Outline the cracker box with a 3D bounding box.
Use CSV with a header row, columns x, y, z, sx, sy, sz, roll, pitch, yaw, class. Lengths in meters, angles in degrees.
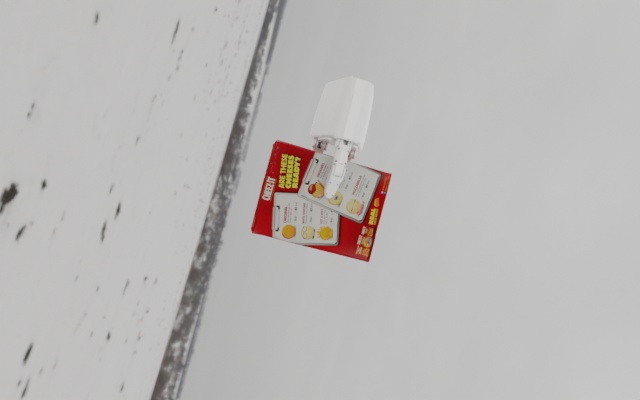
x,y,z,sx,sy,sz,roll,pitch,yaw,class
0.000,0.003,0.845,0.214,0.164,0.072,15,-3,-11,cracker box
